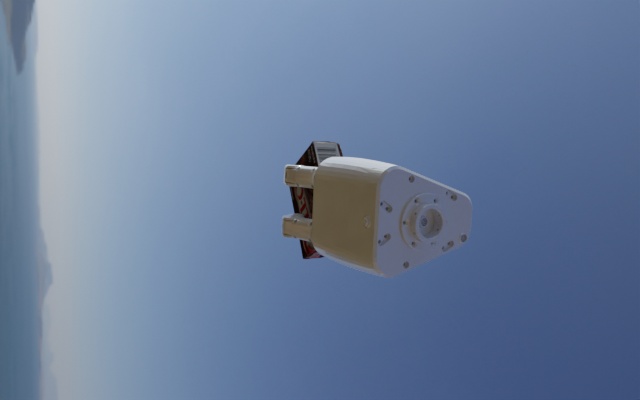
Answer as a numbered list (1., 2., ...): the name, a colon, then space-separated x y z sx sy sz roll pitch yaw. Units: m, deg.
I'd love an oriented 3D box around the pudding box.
1. pudding box: 0.000 0.002 0.547 0.039 0.113 0.090 -1 -22 -25
